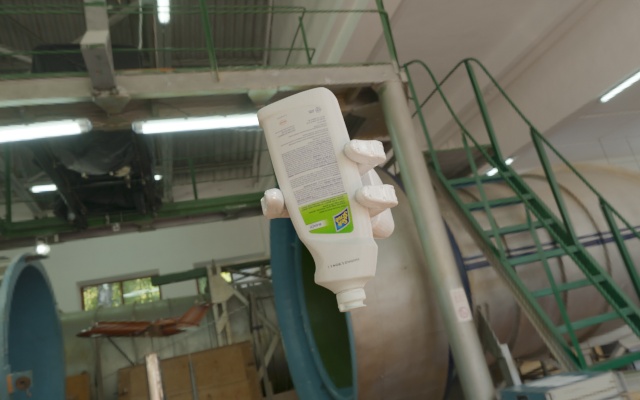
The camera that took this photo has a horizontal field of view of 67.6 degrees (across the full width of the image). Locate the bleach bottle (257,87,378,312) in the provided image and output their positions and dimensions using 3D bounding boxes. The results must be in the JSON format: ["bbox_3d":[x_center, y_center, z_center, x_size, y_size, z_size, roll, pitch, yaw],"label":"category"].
[{"bbox_3d":[0.000,0.002,0.548,0.102,0.250,0.068,-18,-17,16],"label":"bleach bottle"}]
